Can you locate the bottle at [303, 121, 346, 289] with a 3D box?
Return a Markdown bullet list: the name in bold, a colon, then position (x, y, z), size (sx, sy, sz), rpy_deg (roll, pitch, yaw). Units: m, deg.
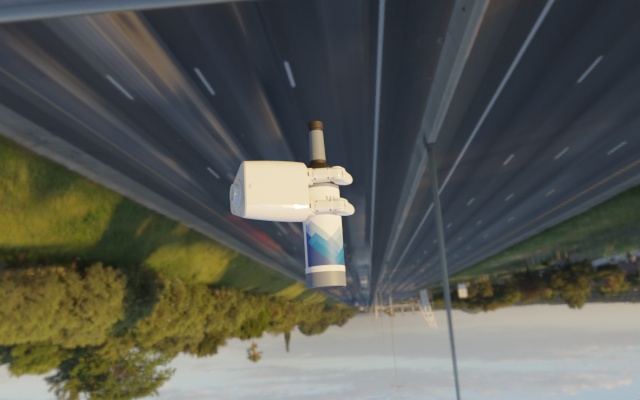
- **bottle**: position (0.000, 0.003, 0.832), size (0.069, 0.295, 0.069), rpy_deg (-4, -14, -1)
